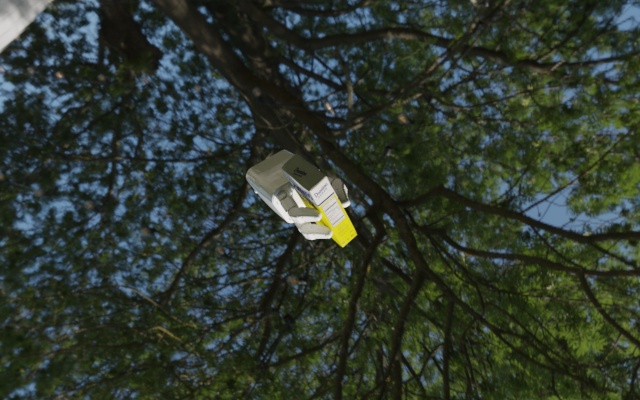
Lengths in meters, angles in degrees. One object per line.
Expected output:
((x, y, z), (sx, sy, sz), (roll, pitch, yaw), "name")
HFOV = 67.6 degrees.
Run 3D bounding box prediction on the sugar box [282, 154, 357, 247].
((0.000, 0.003, 0.860), (0.093, 0.048, 0.176), (40, -11, 42), "sugar box")
